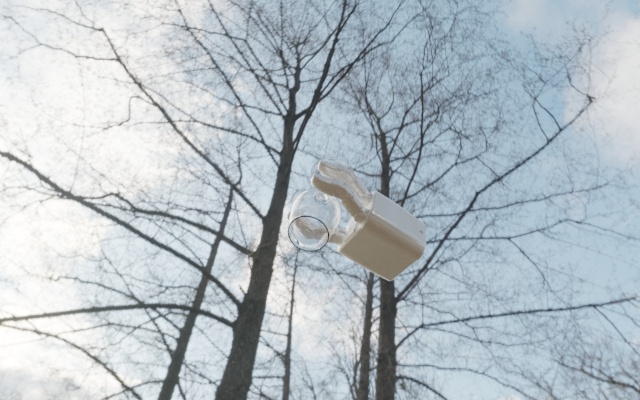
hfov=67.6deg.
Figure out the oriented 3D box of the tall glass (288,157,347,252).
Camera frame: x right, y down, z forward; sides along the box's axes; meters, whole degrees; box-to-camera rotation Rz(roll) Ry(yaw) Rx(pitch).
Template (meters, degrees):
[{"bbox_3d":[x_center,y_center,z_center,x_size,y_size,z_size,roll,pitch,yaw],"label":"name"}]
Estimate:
[{"bbox_3d":[0.000,0.002,0.776,0.079,0.079,0.201,0,28,12],"label":"tall glass"}]
